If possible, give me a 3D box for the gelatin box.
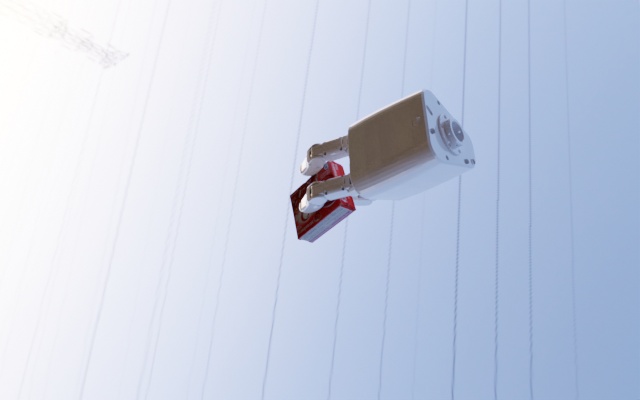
[{"bbox_3d":[0.000,0.002,0.629,0.030,0.073,0.089,19,-46,-38],"label":"gelatin box"}]
